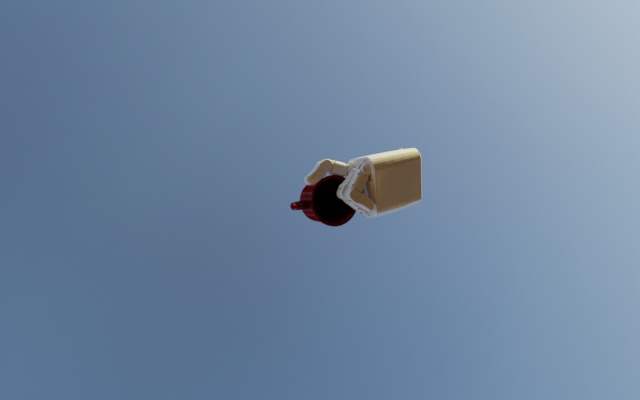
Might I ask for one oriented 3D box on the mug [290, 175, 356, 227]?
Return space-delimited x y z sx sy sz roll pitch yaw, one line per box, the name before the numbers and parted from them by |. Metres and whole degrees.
mug | -0.001 0.003 0.889 0.117 0.093 0.081 -13 5 -22
